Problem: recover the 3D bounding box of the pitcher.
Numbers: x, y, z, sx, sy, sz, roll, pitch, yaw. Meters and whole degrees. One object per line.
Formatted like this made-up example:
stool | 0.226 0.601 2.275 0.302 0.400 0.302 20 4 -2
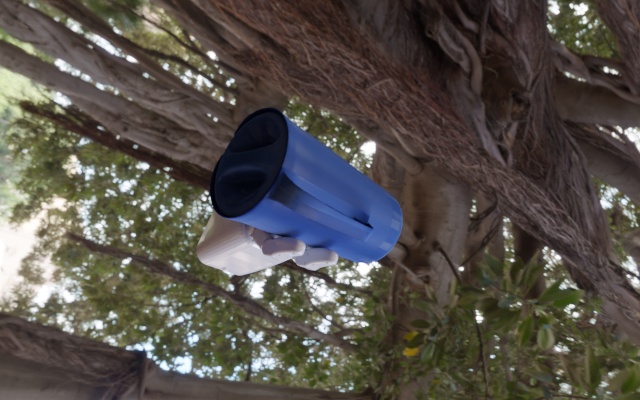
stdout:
pitcher | 0.000 0.002 0.593 0.145 0.149 0.243 -25 -37 36
